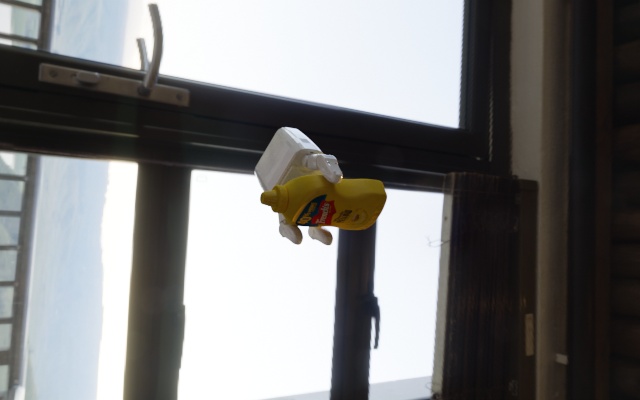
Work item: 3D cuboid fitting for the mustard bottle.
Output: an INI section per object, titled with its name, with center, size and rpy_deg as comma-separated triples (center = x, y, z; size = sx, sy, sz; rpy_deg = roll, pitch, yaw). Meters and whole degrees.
[mustard bottle]
center = 0.000, 0.003, 0.725
size = 0.191, 0.058, 0.096
rpy_deg = 5, -38, -28
